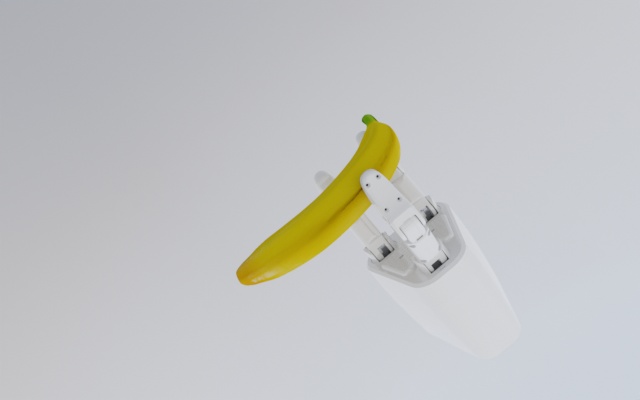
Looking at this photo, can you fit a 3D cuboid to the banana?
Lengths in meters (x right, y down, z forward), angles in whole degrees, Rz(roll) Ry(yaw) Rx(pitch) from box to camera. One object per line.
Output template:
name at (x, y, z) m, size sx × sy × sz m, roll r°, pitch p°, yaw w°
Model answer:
banana at (0.012, -0.001, 0.394) m, size 0.197 × 0.037 × 0.069 m, roll -50°, pitch 23°, yaw -22°
